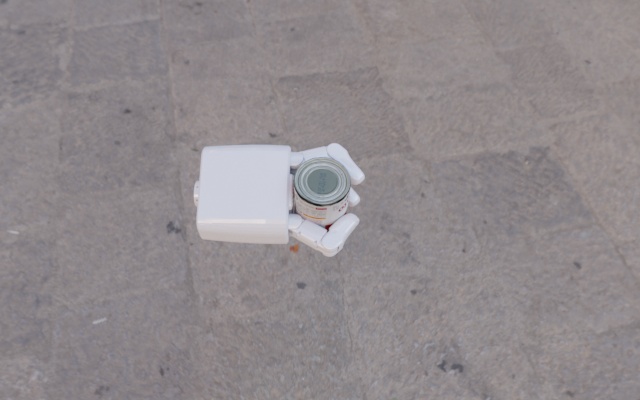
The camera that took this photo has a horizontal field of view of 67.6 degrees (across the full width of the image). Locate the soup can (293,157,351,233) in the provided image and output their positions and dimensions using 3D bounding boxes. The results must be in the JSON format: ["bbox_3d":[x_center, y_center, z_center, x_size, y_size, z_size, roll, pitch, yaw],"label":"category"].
[{"bbox_3d":[0.001,0.002,0.584,0.068,0.068,0.102,0,-30,-3],"label":"soup can"}]
